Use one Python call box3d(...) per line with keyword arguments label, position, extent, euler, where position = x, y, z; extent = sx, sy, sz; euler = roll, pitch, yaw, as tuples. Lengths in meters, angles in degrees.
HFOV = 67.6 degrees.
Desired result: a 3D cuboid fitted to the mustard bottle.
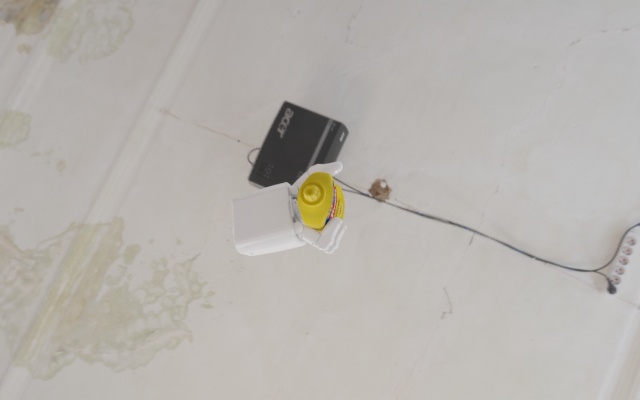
box3d(label="mustard bottle", position=(0.001, 0.003, 0.816), extent=(0.058, 0.096, 0.192), euler=(10, -9, 13))
